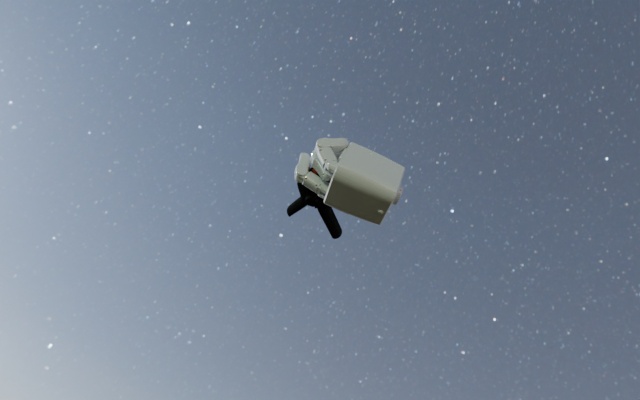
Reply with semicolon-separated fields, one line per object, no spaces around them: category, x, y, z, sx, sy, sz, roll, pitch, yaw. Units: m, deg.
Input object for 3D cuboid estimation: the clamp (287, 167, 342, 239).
clamp;0.000;0.002;0.888;0.120;0.039;0.172;26;-36;6
